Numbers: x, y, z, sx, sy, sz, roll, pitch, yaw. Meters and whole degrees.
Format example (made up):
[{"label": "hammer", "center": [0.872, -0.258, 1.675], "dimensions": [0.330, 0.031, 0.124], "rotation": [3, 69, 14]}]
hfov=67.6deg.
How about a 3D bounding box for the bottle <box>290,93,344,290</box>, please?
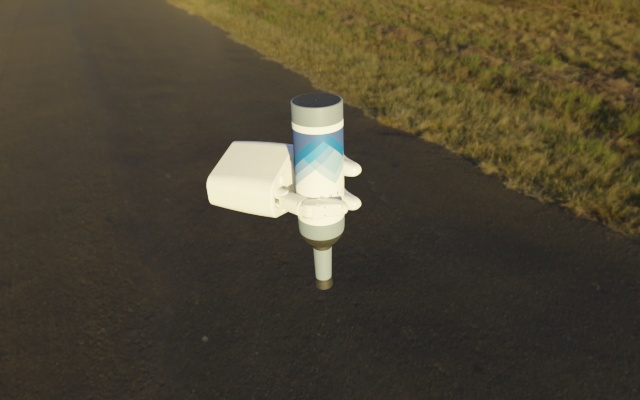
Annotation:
[{"label": "bottle", "center": [0.000, 0.002, 0.672], "dimensions": [0.069, 0.296, 0.069], "rotation": [-2, 29, 1]}]
